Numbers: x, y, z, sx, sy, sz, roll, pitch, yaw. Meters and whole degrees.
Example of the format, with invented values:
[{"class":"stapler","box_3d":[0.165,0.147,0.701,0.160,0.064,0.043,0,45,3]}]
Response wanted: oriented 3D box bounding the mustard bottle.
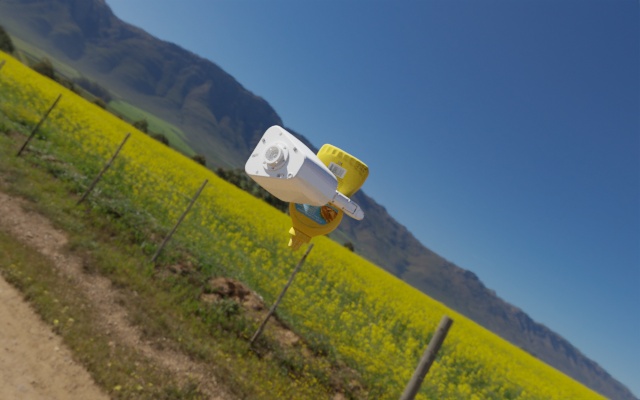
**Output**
[{"class":"mustard bottle","box_3d":[0.000,0.003,0.847,0.096,0.191,0.058,31,-4,11]}]
